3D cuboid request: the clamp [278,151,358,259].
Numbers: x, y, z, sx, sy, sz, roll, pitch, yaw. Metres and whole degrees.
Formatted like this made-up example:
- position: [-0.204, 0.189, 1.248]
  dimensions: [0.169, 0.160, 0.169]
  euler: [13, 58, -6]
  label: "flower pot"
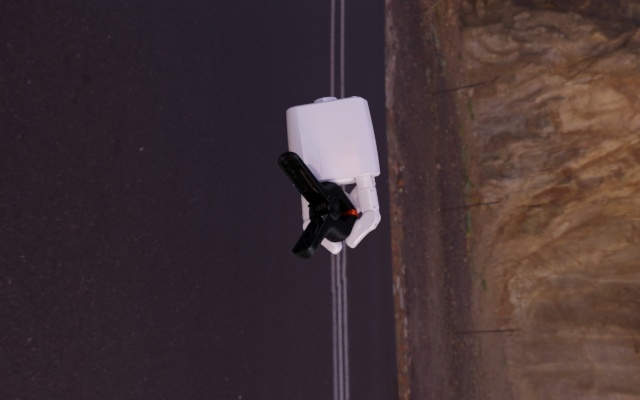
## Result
- position: [0.001, 0.002, 0.584]
  dimensions: [0.039, 0.120, 0.171]
  euler: [-9, -2, 22]
  label: "clamp"
